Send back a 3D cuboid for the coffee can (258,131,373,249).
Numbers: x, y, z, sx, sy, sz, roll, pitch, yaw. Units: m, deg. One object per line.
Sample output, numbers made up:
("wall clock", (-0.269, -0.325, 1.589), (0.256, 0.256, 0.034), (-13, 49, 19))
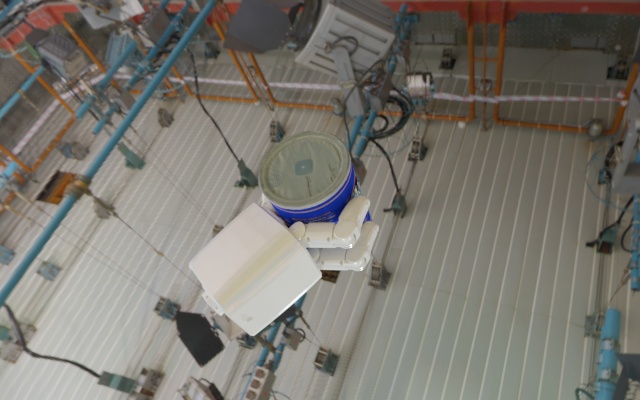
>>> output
("coffee can", (0.000, 0.002, 0.565), (0.103, 0.102, 0.140), (0, -33, 19))
